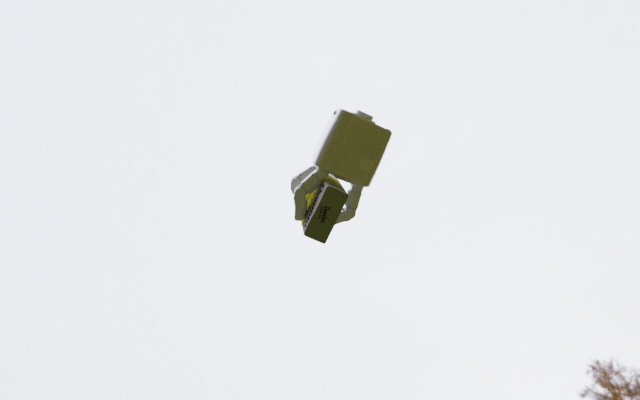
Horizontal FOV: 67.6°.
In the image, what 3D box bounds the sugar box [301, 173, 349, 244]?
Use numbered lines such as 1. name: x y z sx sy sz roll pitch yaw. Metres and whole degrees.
1. sugar box: 0.000 0.002 0.846 0.048 0.093 0.176 24 10 -9
